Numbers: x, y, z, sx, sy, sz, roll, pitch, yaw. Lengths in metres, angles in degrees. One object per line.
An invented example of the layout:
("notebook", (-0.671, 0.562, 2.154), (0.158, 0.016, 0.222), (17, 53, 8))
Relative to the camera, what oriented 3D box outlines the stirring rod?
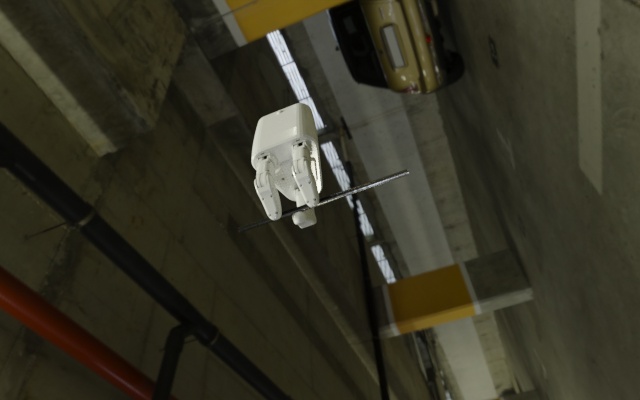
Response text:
("stirring rod", (0.000, 0.002, 0.629), (0.239, 0.011, 0.011), (-19, -4, 11))
